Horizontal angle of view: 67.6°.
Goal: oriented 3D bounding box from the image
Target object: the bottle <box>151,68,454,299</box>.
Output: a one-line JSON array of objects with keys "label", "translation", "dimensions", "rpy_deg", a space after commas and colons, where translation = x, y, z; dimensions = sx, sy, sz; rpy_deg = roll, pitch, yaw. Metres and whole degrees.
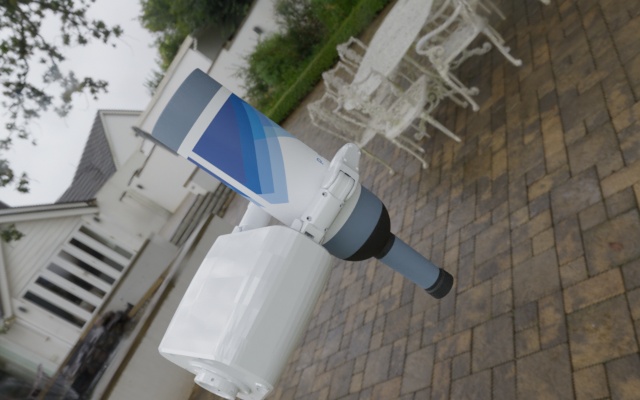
[{"label": "bottle", "translation": [0.000, 0.001, 0.420], "dimensions": [0.296, 0.069, 0.069], "rpy_deg": [35, -10, -14]}]
